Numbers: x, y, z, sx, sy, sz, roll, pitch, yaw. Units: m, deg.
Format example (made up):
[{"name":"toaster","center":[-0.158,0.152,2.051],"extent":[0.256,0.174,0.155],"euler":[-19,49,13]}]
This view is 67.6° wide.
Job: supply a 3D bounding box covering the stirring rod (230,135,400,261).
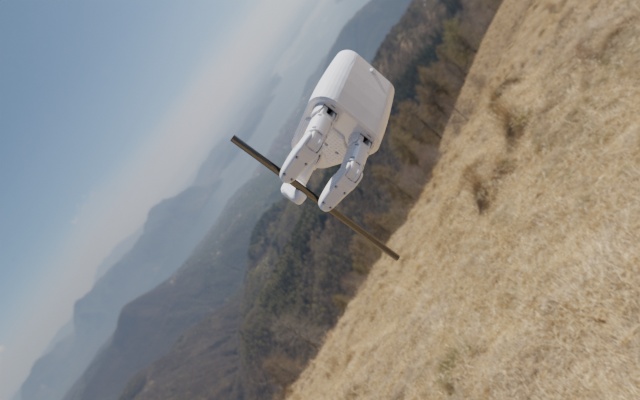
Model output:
[{"name":"stirring rod","center":[0.000,0.002,0.538],"extent":[0.239,0.011,0.011],"euler":[36,-13,-18]}]
